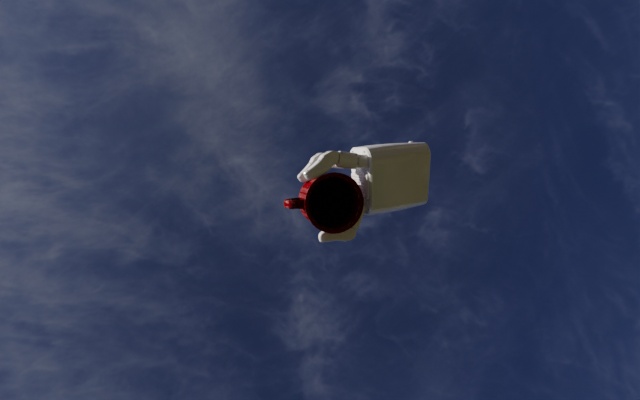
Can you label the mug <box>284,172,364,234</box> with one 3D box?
[{"bbox_3d":[-0.001,0.003,0.755,0.117,0.093,0.081,-6,6,-14],"label":"mug"}]
